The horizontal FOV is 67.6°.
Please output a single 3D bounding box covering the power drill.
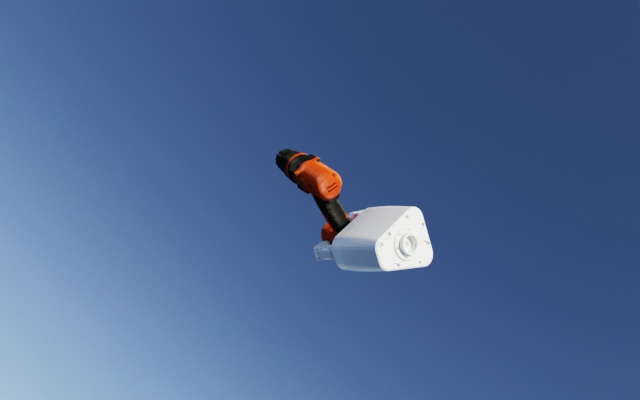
[{"bbox_3d":[0.000,0.003,0.820,0.057,0.188,0.184,-36,32,-11],"label":"power drill"}]
